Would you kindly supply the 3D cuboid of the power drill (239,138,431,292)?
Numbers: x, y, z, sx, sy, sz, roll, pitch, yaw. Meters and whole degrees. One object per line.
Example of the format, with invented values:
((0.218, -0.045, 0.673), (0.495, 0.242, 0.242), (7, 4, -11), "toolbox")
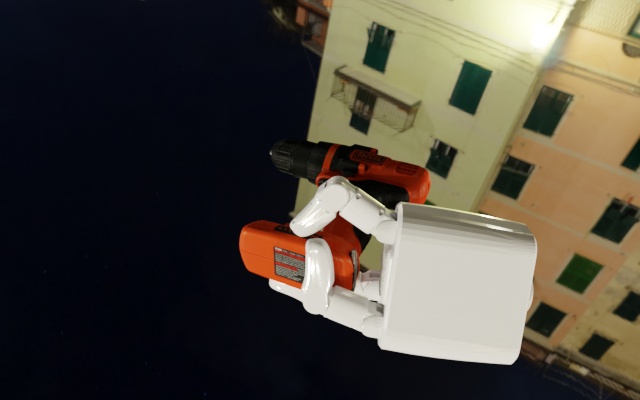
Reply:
((0.000, 0.002, 0.474), (0.184, 0.057, 0.187), (14, 40, 20), "power drill")
